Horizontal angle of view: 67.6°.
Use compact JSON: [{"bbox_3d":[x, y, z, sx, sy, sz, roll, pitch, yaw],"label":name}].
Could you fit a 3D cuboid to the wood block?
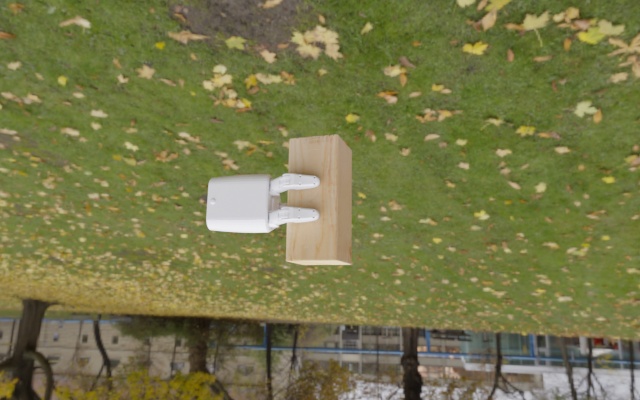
[{"bbox_3d":[0.000,0.003,0.812,0.090,0.206,0.091,-3,-12,18],"label":"wood block"}]
